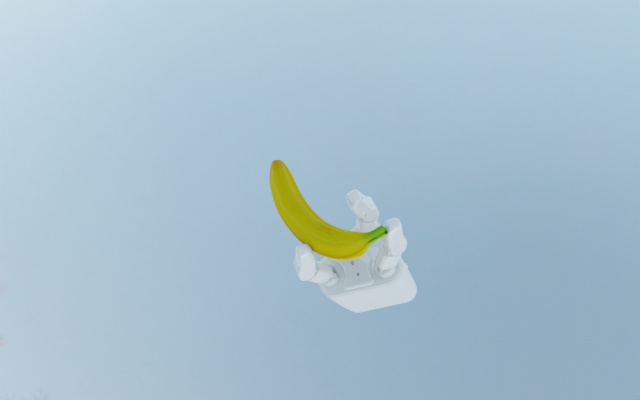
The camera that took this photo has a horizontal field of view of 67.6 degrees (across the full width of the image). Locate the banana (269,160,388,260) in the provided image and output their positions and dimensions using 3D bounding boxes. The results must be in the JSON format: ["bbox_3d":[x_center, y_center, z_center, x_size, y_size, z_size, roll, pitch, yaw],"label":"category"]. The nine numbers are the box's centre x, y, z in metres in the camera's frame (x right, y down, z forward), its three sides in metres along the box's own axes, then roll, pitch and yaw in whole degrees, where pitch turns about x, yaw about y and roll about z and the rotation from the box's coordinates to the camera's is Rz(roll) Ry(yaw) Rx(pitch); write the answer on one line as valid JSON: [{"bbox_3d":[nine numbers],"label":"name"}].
[{"bbox_3d":[-0.009,0.018,0.579,0.197,0.069,0.037,34,-6,35],"label":"banana"}]
